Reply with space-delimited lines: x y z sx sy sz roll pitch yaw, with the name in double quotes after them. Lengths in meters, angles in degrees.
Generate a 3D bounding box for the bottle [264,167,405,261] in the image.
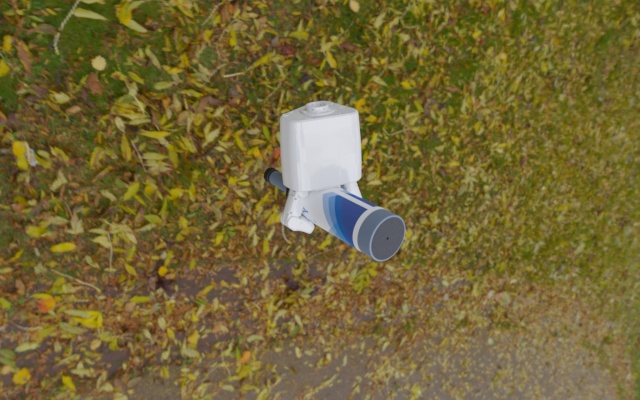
0.000 0.003 0.737 0.069 0.069 0.295 0 19 -40 "bottle"
